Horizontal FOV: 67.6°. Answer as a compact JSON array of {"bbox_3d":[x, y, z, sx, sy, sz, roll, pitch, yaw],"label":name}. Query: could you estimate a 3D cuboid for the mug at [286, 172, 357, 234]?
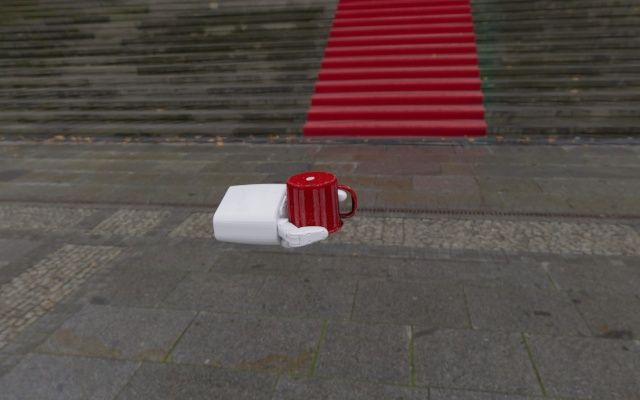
[{"bbox_3d":[0.002,0.002,0.762,0.117,0.081,0.093,-1,20,10],"label":"mug"}]
